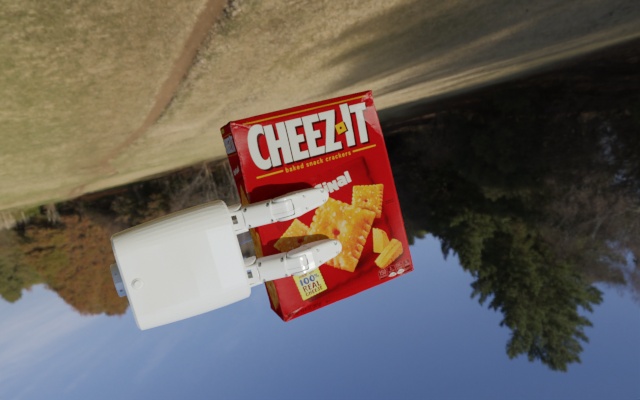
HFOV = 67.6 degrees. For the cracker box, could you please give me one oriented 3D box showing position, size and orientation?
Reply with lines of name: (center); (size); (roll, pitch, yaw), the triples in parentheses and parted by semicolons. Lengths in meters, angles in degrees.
cracker box: (0.000, 0.002, 0.528); (0.164, 0.214, 0.072); (-17, 8, -19)
